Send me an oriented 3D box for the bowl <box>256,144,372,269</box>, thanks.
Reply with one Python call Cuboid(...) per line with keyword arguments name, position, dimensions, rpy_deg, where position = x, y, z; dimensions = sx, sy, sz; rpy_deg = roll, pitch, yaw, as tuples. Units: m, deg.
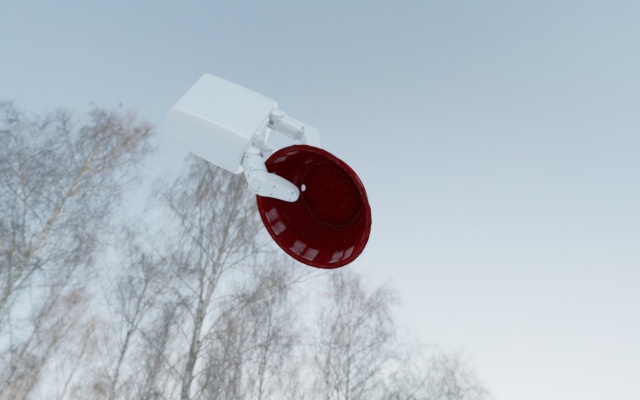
Cuboid(name="bowl", position=(0.001, 0.003, 0.594), dimensions=(0.162, 0.162, 0.055), rpy_deg=(0, 21, 32))
